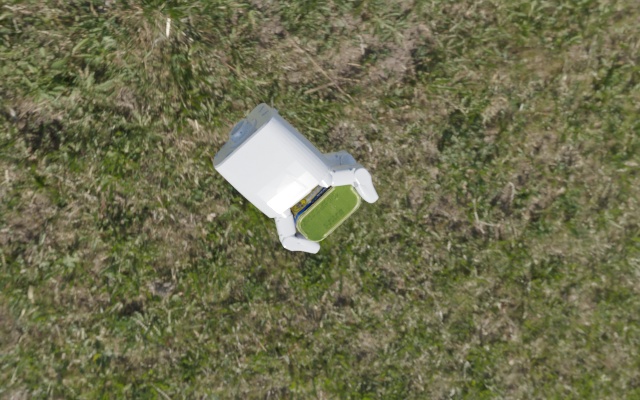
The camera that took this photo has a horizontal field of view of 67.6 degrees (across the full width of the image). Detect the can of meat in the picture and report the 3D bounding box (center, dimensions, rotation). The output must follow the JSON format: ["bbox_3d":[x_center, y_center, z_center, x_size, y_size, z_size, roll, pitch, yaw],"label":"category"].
[{"bbox_3d":[0.000,0.002,0.688,0.057,0.102,0.084,47,1,-27],"label":"can of meat"}]
